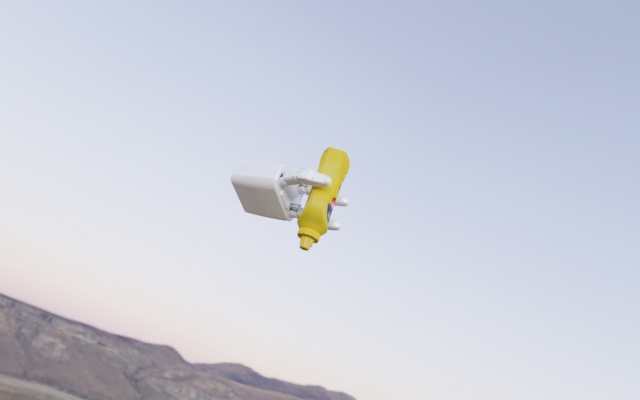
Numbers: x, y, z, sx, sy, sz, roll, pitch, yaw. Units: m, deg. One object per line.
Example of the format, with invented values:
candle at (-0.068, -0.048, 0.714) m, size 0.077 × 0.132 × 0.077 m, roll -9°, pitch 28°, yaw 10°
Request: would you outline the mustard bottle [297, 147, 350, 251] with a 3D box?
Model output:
mustard bottle at (0.001, 0.003, 0.875) m, size 0.058 × 0.191 × 0.096 m, roll 19°, pitch -24°, yaw 4°
